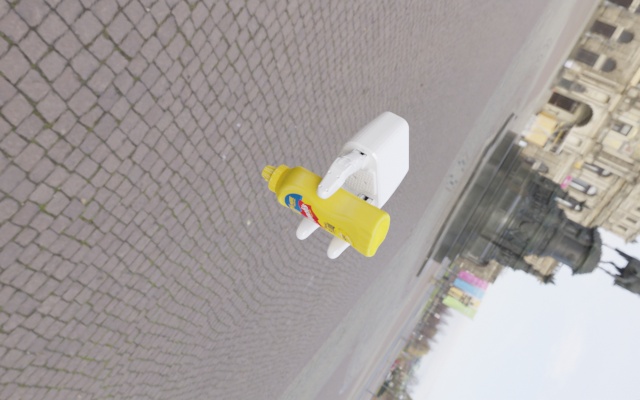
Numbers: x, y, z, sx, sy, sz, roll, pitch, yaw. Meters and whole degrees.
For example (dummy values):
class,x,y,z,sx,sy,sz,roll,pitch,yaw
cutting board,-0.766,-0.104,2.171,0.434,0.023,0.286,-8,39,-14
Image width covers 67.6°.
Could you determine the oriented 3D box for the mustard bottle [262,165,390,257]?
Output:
class,x,y,z,sx,sy,sz,roll,pitch,yaw
mustard bottle,0.000,0.003,0.656,0.191,0.058,0.096,30,-16,17
